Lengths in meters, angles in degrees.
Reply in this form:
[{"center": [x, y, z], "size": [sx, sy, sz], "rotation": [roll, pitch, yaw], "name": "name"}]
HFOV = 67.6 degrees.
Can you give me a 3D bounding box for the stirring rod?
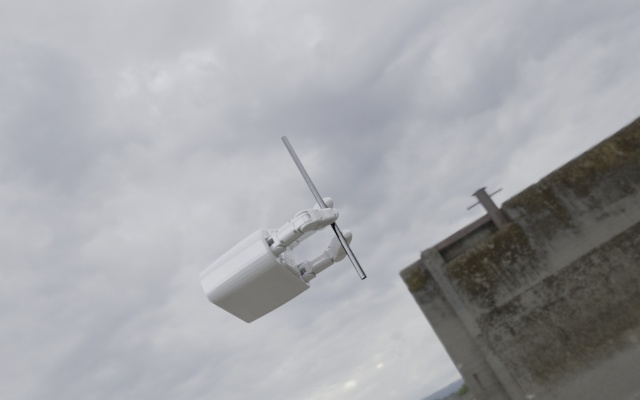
[{"center": [0.000, 0.002, 0.639], "size": [0.011, 0.239, 0.011], "rotation": [-23, -27, -13], "name": "stirring rod"}]
